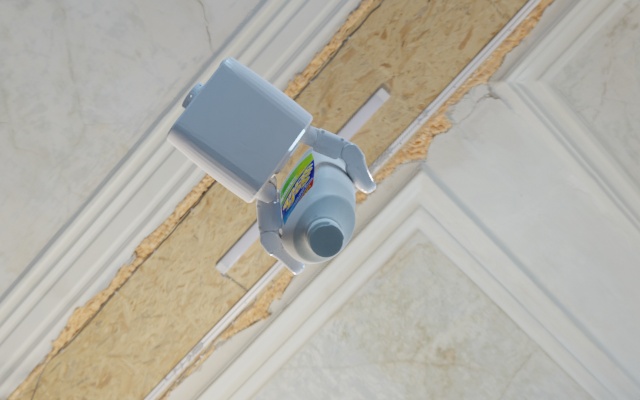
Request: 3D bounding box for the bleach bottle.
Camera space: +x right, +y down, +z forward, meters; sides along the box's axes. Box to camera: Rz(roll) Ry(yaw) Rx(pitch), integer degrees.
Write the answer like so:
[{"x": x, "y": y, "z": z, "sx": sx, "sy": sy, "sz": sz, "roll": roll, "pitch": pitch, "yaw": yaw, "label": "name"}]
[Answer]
[{"x": 0.000, "y": 0.002, "z": 0.510, "sx": 0.068, "sy": 0.102, "sz": 0.250, "roll": 37, "pitch": 6, "yaw": -11, "label": "bleach bottle"}]
